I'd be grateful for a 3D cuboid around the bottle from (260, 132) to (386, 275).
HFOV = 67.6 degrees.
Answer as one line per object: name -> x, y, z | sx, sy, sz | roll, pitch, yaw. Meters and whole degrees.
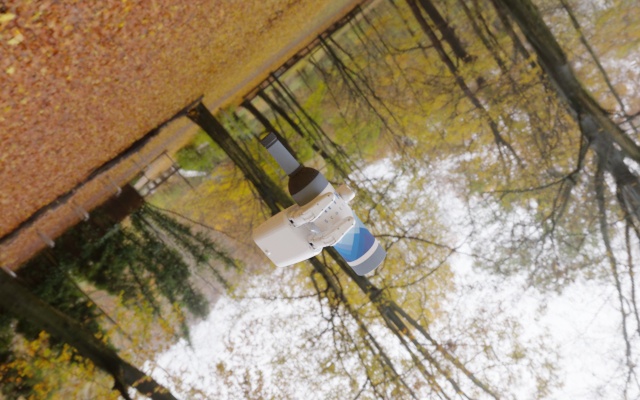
bottle -> 0.000, 0.003, 0.834 | 0.069, 0.296, 0.069 | -38, 13, 10
